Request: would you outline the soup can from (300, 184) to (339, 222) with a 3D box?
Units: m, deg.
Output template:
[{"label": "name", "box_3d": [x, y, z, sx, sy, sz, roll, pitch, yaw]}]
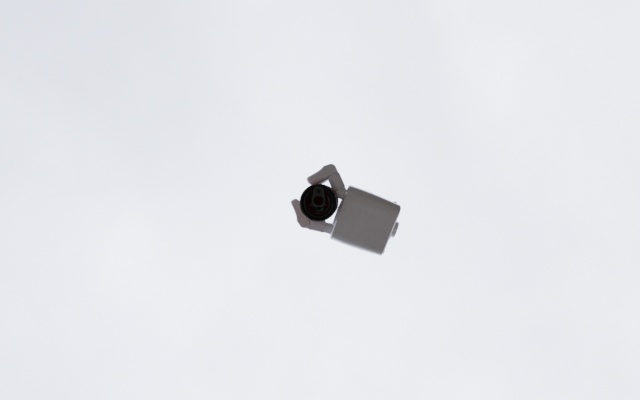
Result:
[{"label": "soup can", "box_3d": [0.000, 0.003, 0.899, 0.068, 0.068, 0.102, 0, 1, 4]}]
